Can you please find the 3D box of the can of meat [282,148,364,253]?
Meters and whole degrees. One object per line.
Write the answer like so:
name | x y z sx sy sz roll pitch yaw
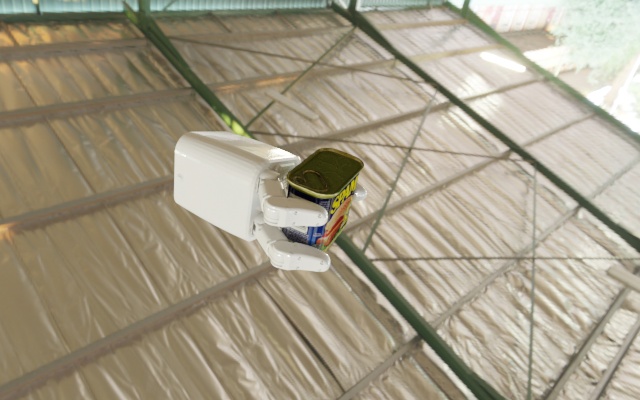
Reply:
can of meat | 0.000 0.002 0.521 0.057 0.084 0.102 22 33 16
